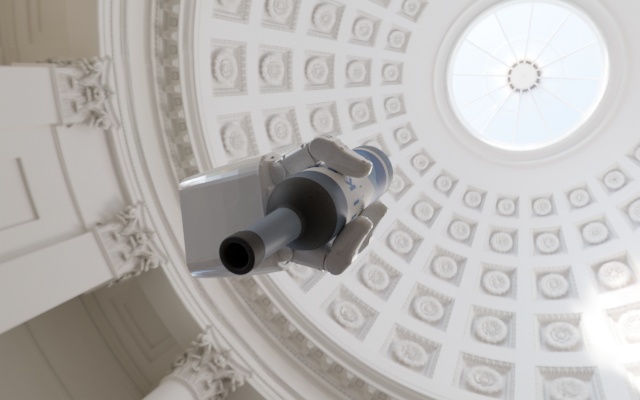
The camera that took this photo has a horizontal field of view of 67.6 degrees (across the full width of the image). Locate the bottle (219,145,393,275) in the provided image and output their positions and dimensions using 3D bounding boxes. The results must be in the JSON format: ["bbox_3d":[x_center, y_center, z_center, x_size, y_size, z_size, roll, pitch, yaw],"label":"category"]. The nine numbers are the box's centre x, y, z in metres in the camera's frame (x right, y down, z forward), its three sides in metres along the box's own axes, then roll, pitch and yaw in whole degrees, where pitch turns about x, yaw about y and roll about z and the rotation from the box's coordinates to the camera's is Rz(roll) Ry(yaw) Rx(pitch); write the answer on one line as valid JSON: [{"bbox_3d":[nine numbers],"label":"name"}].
[{"bbox_3d":[0.000,0.001,0.444,0.069,0.069,0.295,0,14,23],"label":"bottle"}]
